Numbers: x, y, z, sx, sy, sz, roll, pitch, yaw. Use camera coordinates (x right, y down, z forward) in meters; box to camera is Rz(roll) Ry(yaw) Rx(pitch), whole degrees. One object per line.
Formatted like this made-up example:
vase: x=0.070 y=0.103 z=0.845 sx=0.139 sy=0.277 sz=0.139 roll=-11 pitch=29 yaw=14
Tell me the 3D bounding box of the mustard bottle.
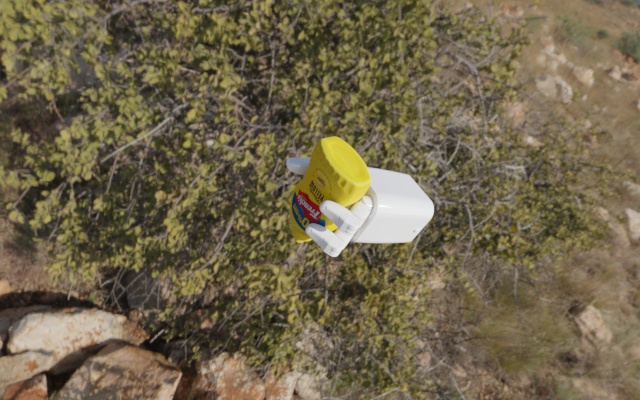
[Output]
mustard bottle: x=0.000 y=0.002 z=0.716 sx=0.058 sy=0.096 sz=0.192 roll=-19 pitch=-28 yaw=-39
